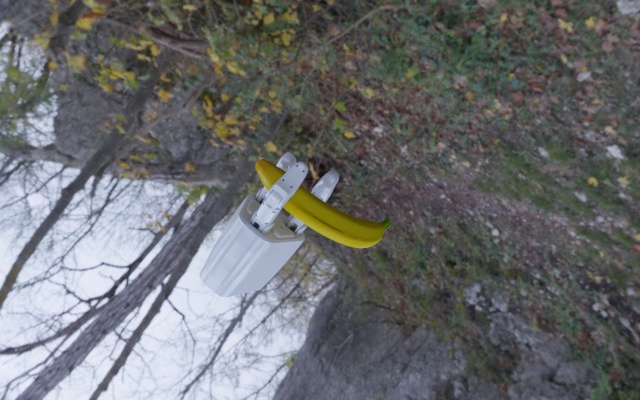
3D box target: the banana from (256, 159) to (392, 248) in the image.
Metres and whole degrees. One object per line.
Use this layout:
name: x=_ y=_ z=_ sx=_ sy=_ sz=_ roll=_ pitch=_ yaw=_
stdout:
banana: x=0.003 y=0.013 z=0.597 sx=0.198 sy=0.037 sz=0.069 roll=27 pitch=27 yaw=-15
